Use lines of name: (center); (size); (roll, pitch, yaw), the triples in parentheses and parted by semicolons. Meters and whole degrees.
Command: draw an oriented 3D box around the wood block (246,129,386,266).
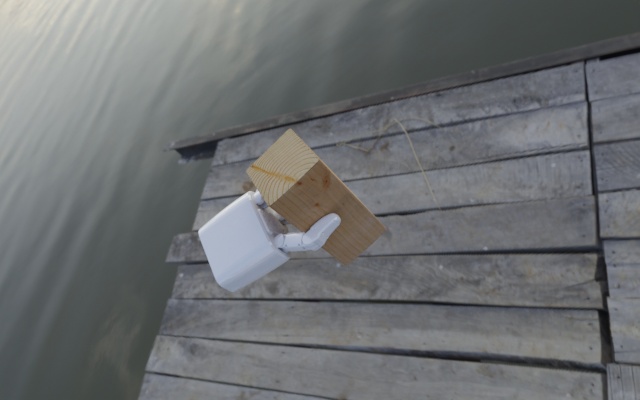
wood block: (0.000, 0.003, 0.704); (0.206, 0.090, 0.090); (42, 7, -46)
